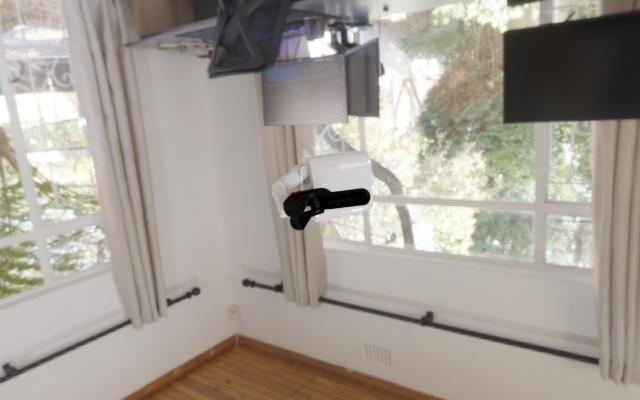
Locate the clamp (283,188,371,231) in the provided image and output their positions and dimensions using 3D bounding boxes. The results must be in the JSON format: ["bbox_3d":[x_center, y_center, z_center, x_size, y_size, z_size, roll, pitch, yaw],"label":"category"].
[{"bbox_3d":[0.000,0.003,0.715,0.120,0.039,0.171,-13,13,-11],"label":"clamp"}]
